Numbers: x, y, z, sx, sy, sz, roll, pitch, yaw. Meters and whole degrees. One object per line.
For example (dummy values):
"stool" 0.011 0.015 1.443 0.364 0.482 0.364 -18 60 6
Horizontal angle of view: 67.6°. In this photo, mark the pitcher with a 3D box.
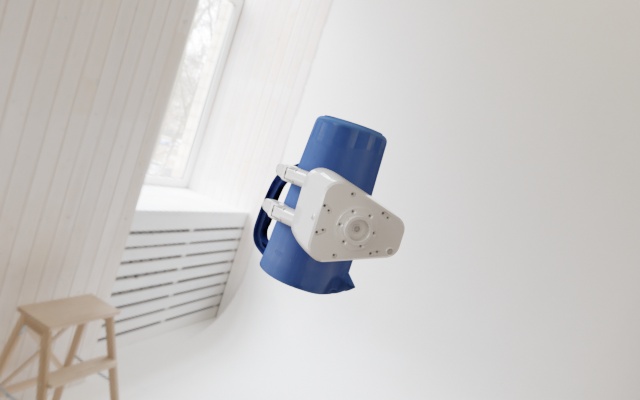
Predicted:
"pitcher" 0.000 0.002 0.702 0.149 0.243 0.145 17 6 -14
